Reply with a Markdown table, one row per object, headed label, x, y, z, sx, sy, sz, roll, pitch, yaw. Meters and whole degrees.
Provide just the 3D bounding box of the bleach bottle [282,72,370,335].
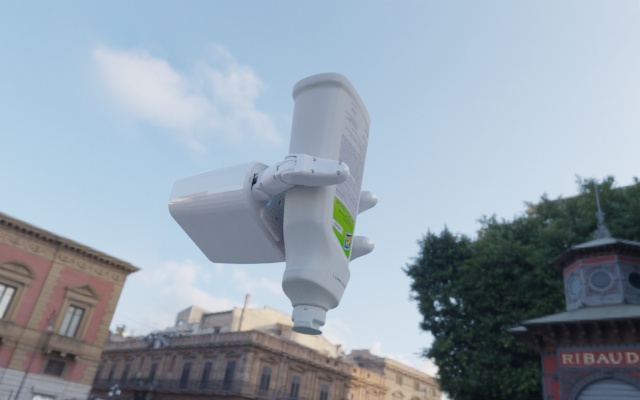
| label | x | y | z | sx | sy | sz | roll | pitch | yaw |
| --- | --- | --- | --- | --- | --- | --- | --- | --- | --- |
| bleach bottle | 0.000 | 0.002 | 0.472 | 0.068 | 0.250 | 0.103 | -8 | -32 | 27 |
